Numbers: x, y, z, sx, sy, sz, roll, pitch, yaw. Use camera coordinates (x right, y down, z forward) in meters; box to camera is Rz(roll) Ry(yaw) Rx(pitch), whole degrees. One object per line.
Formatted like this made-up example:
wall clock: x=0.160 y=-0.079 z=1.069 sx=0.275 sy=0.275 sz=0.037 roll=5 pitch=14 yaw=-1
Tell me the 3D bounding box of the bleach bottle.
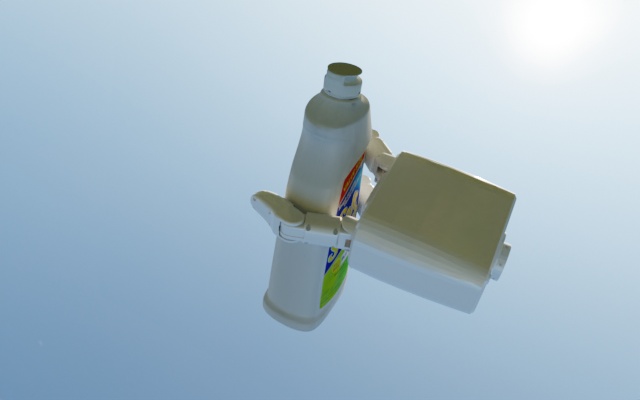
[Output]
bleach bottle: x=0.000 y=0.001 z=0.440 sx=0.068 sy=0.251 sz=0.102 roll=23 pitch=39 yaw=19
